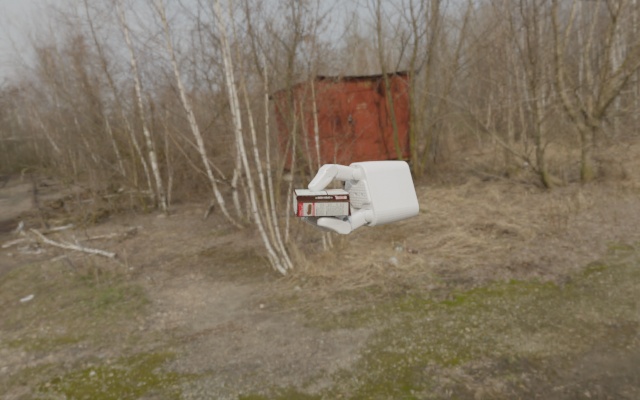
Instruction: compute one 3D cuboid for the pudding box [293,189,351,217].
[{"bbox_3d":[0.000,0.002,0.805,0.090,0.039,0.113,-2,5,-5],"label":"pudding box"}]
